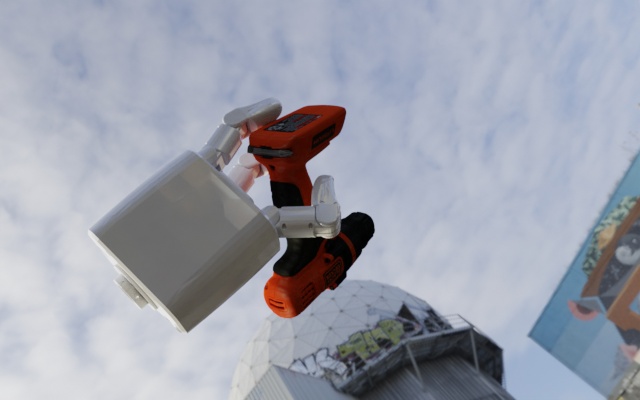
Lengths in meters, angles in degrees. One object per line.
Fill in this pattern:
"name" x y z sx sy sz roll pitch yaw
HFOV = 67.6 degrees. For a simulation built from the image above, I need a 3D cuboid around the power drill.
"power drill" 0.000 0.001 0.493 0.057 0.188 0.184 7 28 32
